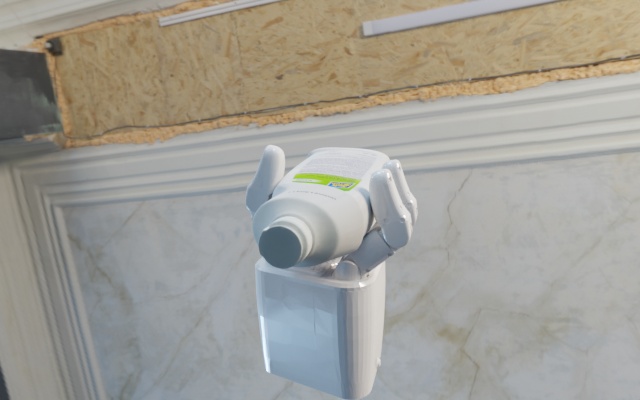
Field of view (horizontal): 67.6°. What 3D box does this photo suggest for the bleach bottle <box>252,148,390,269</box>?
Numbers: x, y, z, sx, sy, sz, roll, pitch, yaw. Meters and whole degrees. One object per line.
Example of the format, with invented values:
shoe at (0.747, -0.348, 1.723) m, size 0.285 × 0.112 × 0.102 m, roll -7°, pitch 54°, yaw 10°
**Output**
bleach bottle at (0.000, 0.001, 0.413) m, size 0.102 × 0.068 × 0.250 m, roll 2°, pitch 13°, yaw 15°
